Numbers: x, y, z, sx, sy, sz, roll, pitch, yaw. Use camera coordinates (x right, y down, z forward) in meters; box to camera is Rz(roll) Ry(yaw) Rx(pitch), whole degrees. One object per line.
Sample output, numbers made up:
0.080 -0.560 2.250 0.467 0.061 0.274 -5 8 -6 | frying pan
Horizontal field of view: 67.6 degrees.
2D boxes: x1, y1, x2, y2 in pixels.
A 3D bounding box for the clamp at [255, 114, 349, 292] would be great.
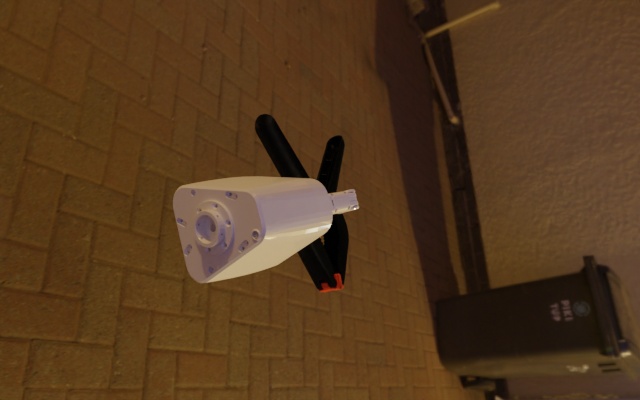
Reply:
0.001 0.002 0.579 0.036 0.210 0.164 -16 -4 34 | clamp
